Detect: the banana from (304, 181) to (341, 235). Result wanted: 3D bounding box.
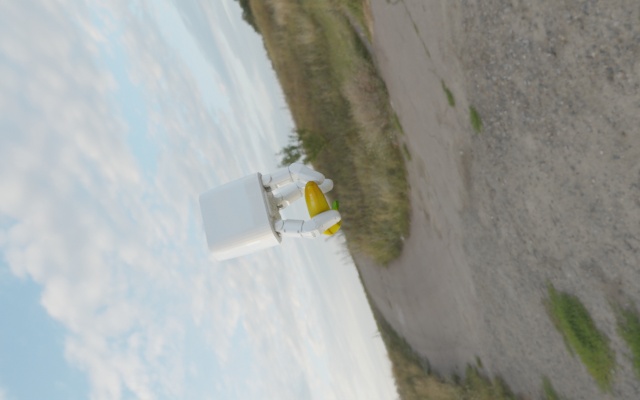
[{"bbox_3d":[0.005,0.021,0.784,0.037,0.069,0.198,-15,-12,8],"label":"banana"}]
